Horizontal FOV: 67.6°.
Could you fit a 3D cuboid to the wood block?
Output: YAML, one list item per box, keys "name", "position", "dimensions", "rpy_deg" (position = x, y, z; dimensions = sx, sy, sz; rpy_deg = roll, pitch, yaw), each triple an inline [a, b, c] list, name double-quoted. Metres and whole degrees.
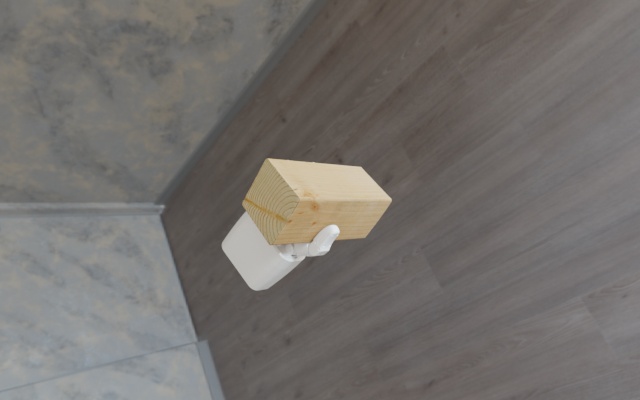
- name: "wood block"
  position: [0.000, 0.003, 0.731]
  dimensions: [0.206, 0.090, 0.090]
  rpy_deg: [0, 42, -46]
